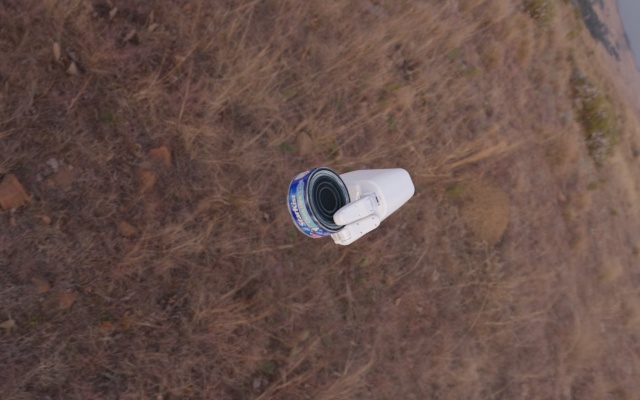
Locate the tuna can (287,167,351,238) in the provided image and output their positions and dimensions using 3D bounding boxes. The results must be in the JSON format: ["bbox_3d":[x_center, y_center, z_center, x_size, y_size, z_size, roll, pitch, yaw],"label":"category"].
[{"bbox_3d":[0.000,0.002,0.597,0.034,0.086,0.086,-17,-11,40],"label":"tuna can"}]
